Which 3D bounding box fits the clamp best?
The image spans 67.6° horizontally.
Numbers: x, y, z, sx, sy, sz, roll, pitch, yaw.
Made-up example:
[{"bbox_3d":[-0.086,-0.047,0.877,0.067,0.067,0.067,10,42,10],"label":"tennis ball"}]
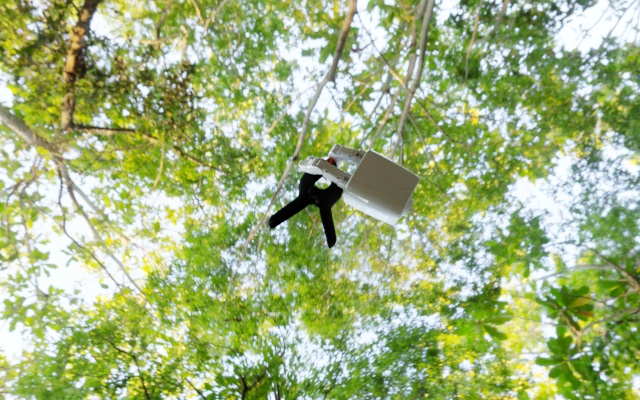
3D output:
[{"bbox_3d":[0.000,0.003,0.836,0.120,0.171,0.039,29,-24,8],"label":"clamp"}]
